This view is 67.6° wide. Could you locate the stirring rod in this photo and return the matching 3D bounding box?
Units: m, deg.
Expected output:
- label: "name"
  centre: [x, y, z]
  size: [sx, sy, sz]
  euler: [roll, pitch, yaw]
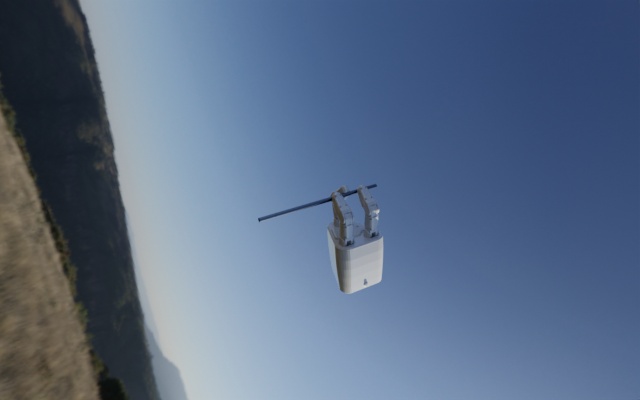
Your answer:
- label: "stirring rod"
  centre: [0.000, 0.003, 0.870]
  size: [0.239, 0.011, 0.011]
  euler: [-16, 6, -23]
